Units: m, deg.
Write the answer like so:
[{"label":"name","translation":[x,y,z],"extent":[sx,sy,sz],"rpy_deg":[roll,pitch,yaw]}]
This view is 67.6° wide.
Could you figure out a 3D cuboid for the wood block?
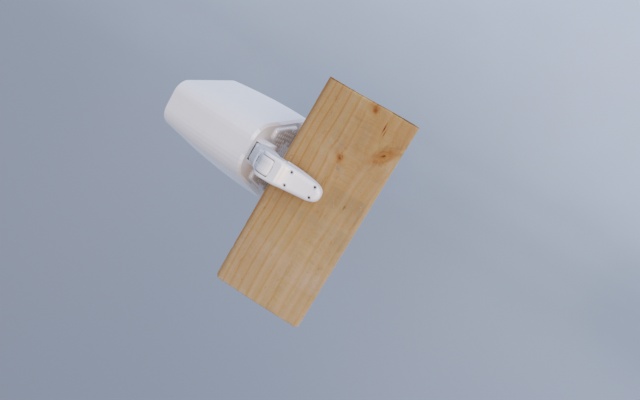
[{"label":"wood block","translation":[0.000,0.001,0.458],"extent":[0.090,0.206,0.091],"rpy_deg":[31,8,6]}]
